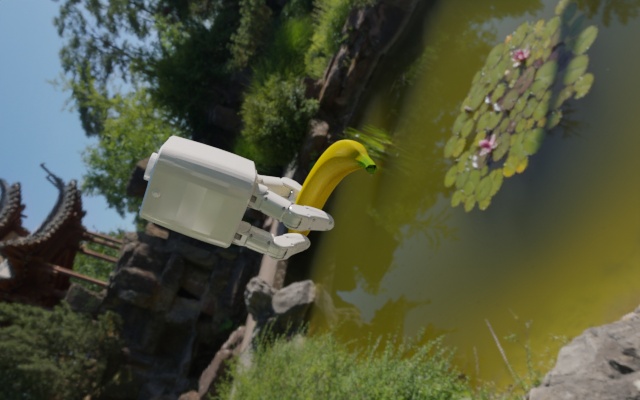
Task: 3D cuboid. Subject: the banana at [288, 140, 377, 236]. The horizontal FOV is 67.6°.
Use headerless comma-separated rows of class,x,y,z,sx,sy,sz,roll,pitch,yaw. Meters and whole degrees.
banana,0.003,-0.015,0.568,0.037,0.069,0.198,19,-37,-17
